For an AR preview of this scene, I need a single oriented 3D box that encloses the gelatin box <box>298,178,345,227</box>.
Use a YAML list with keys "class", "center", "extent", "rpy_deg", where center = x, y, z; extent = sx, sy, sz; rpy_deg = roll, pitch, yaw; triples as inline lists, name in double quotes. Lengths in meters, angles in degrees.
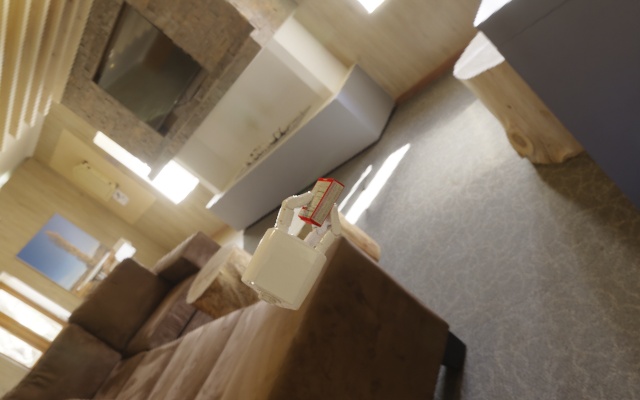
- class: "gelatin box"
  center: [0.000, 0.002, 0.881]
  extent: [0.030, 0.089, 0.073]
  rpy_deg: [32, -8, -19]
